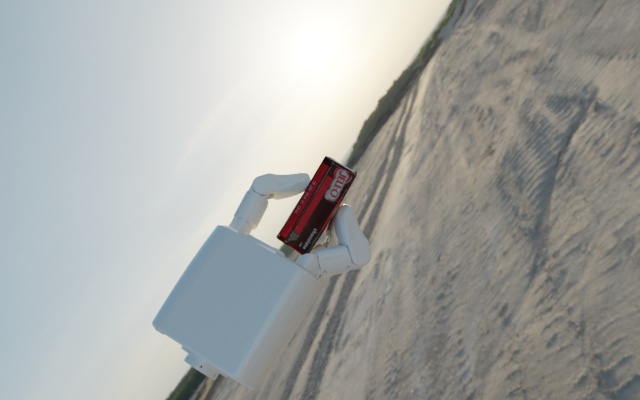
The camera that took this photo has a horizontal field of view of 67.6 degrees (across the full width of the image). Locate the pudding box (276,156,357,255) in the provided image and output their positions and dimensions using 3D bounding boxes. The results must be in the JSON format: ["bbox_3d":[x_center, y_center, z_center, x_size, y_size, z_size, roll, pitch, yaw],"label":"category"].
[{"bbox_3d":[0.000,0.002,0.481,0.039,0.090,0.113,32,6,-1],"label":"pudding box"}]
